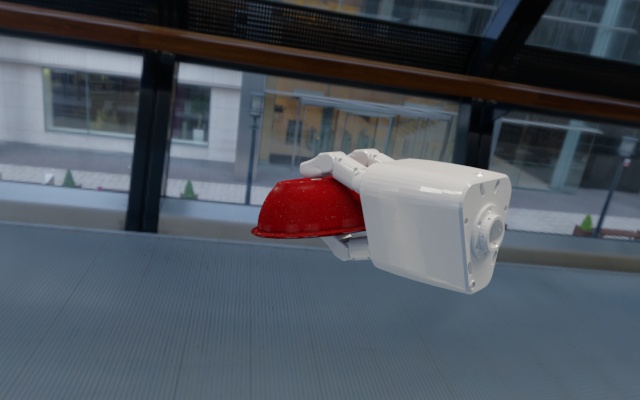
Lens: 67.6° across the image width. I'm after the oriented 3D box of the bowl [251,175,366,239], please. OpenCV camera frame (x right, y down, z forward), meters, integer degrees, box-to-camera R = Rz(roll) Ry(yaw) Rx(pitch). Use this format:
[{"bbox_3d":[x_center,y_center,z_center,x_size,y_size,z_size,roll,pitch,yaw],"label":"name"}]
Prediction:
[{"bbox_3d":[-0.001,0.001,0.538,0.162,0.055,0.162,-6,5,1],"label":"bowl"}]
